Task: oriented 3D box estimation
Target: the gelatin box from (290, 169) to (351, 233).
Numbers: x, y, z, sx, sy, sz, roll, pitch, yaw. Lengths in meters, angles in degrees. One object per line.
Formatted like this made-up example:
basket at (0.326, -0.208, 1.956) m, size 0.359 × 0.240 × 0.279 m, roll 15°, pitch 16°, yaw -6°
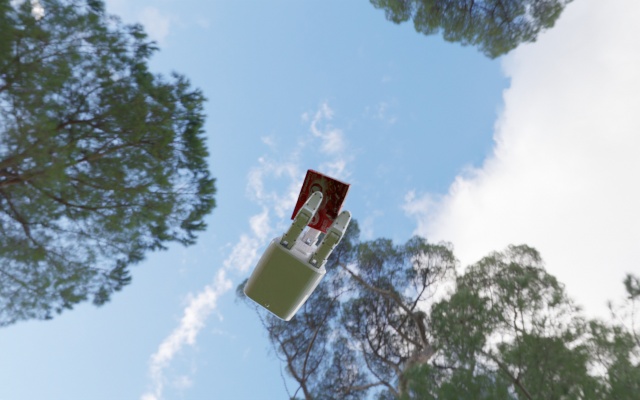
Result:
gelatin box at (0.000, 0.002, 0.773) m, size 0.073 × 0.089 × 0.030 m, roll 22°, pitch 9°, yaw 8°
